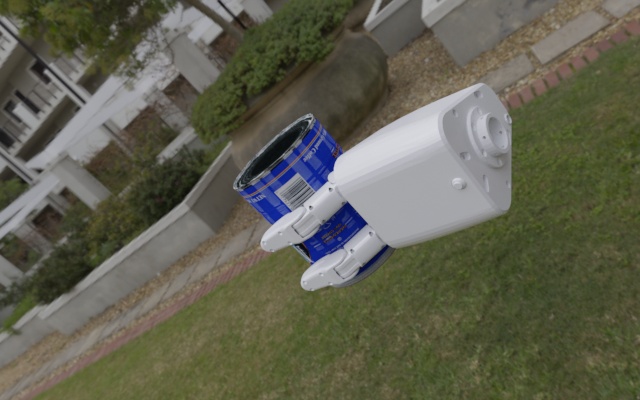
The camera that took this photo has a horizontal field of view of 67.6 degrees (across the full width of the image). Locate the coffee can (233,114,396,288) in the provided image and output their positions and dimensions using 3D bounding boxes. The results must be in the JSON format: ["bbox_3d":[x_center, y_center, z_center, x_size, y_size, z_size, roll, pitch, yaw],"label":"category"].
[{"bbox_3d":[0.000,0.002,0.470,0.140,0.102,0.103,47,-19,-18],"label":"coffee can"}]
